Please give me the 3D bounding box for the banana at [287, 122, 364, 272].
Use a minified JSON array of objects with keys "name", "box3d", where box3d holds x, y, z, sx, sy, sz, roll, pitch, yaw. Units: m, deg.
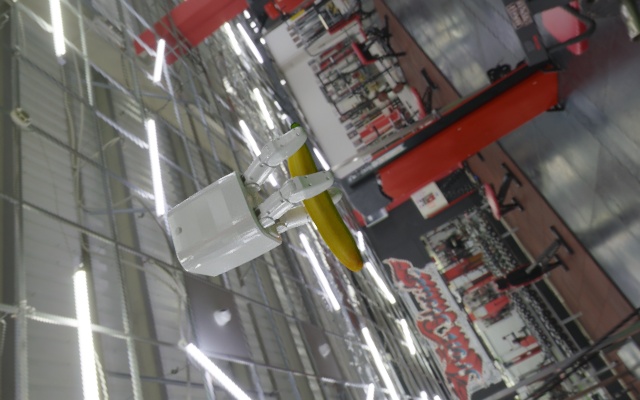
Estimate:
[{"name":"banana","box3d":[-0.001,0.002,0.602,0.037,0.197,0.069,-25,-10,-4]}]
